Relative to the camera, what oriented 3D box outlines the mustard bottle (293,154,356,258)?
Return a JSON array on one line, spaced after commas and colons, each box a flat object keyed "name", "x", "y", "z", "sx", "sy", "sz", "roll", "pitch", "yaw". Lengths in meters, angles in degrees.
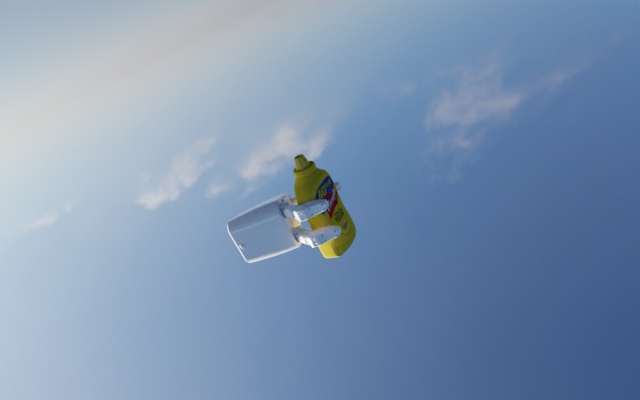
[{"name": "mustard bottle", "x": 0.001, "y": 0.003, "z": 0.859, "sx": 0.058, "sy": 0.192, "sz": 0.096, "roll": -10, "pitch": 29, "yaw": 34}]
